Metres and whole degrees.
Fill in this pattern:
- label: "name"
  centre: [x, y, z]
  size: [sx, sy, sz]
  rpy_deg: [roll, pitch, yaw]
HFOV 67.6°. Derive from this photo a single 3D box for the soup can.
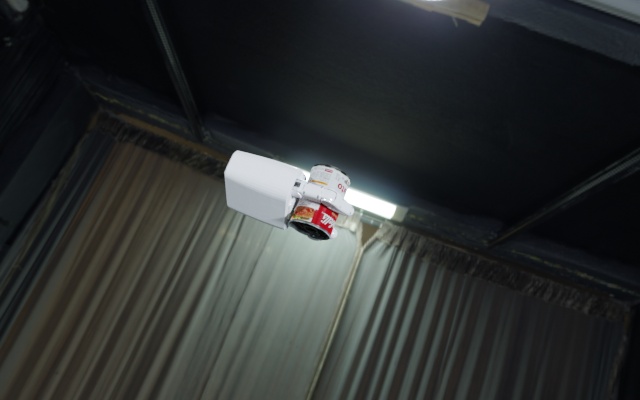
- label: "soup can"
  centre: [0.001, 0.002, 0.750]
  size: [0.068, 0.102, 0.068]
  rpy_deg: [19, -19, 7]
